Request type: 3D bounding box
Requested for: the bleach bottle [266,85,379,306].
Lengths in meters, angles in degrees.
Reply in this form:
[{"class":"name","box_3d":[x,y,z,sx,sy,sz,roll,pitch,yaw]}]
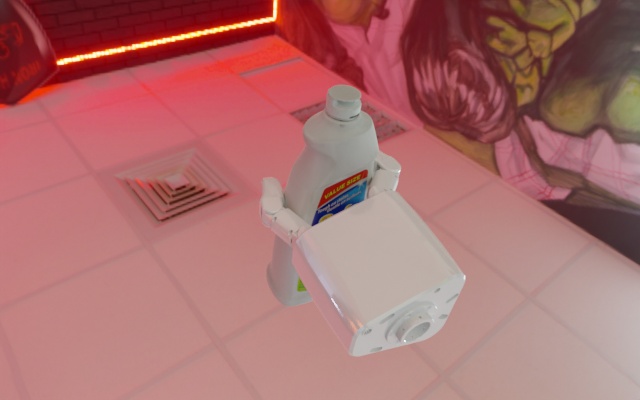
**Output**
[{"class":"bleach bottle","box_3d":[0.000,0.002,0.491,0.102,0.251,0.068,-14,47,-23]}]
